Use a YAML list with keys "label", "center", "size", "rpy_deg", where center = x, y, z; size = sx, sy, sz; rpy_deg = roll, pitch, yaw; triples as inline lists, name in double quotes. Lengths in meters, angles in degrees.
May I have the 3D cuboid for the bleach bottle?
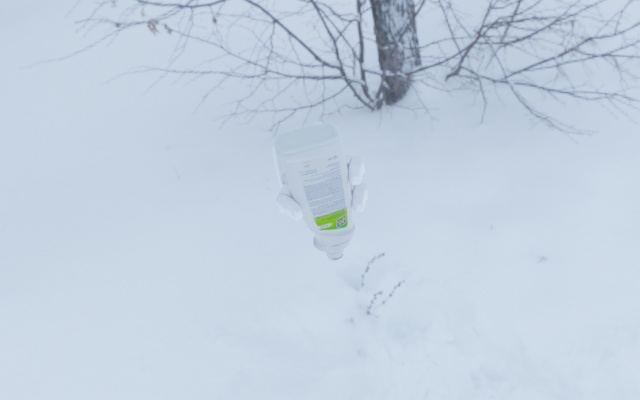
- label: "bleach bottle"
  center: [0.000, 0.003, 0.779]
  size: [0.102, 0.251, 0.068]
  rpy_deg: [-15, 38, -5]
